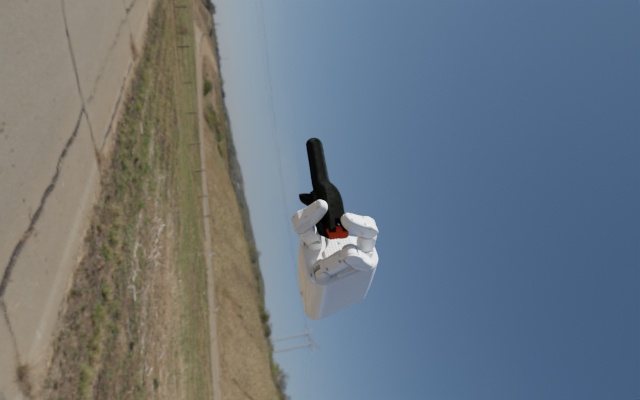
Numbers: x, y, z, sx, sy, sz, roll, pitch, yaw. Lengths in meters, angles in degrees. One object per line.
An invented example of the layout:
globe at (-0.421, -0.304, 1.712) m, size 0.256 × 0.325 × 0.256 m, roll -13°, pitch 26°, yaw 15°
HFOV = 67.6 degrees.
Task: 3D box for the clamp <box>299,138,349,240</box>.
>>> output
clamp at (0.001, 0.002, 0.714) m, size 0.039 × 0.171 × 0.120 m, roll -6°, pitch -41°, yaw -12°
